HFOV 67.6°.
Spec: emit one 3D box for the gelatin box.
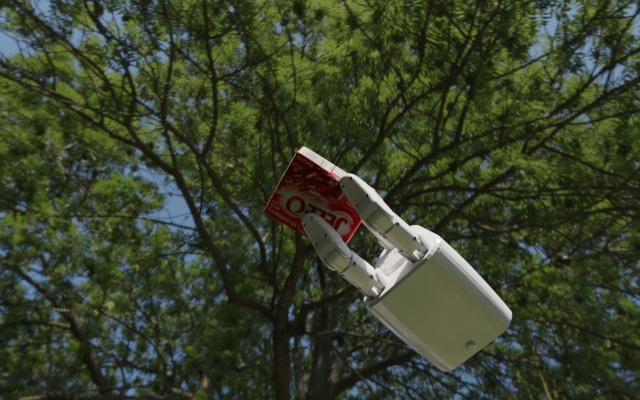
[{"bbox_3d":[0.000,0.001,0.472,0.089,0.073,0.030,32,21,1],"label":"gelatin box"}]
